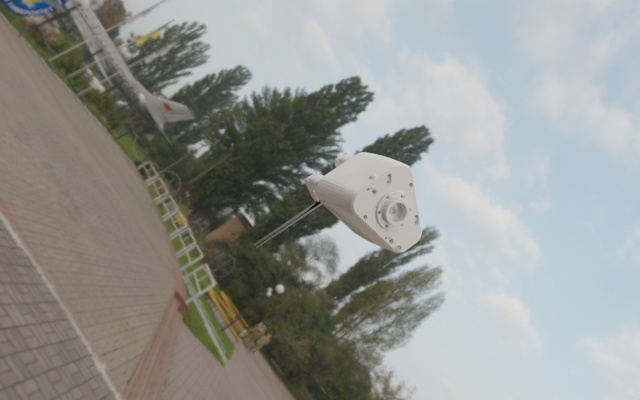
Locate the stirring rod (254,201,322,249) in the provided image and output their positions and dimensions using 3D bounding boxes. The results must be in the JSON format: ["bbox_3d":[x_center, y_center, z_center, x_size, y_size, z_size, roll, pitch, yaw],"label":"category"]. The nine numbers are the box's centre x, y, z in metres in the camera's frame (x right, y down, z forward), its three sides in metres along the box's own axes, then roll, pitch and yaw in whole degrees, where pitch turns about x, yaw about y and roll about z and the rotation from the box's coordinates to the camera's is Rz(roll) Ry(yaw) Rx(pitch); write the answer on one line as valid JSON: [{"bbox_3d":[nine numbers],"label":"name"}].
[{"bbox_3d":[0.000,0.003,0.735,0.239,0.011,0.011,-34,8,-13],"label":"stirring rod"}]
